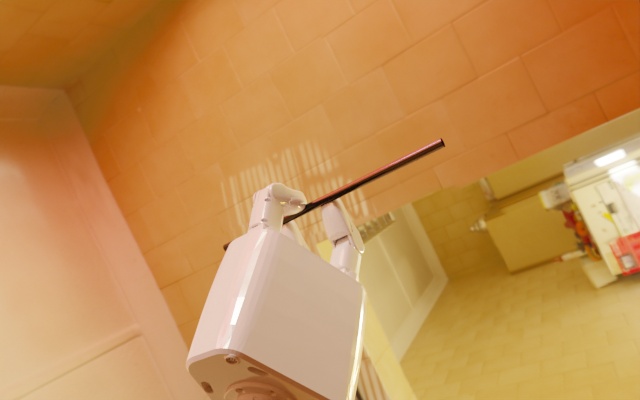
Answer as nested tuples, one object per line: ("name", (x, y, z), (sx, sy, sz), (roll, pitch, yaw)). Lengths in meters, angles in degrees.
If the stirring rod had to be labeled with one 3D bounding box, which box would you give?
("stirring rod", (0.000, 0.001, 0.430), (0.239, 0.011, 0.011), (-26, -13, 27))
